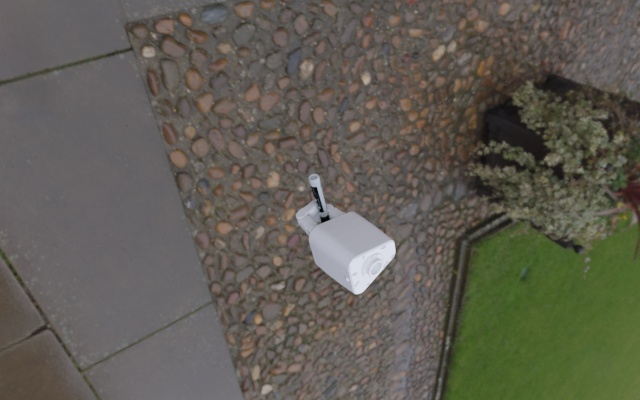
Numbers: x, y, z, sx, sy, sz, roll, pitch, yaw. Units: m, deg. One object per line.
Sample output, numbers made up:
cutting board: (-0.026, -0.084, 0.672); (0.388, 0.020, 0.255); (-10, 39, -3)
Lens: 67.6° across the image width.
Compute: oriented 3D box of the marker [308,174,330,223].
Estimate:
marker: (0.000, 0.003, 0.871); (0.020, 0.121, 0.020); (-9, 42, 8)
